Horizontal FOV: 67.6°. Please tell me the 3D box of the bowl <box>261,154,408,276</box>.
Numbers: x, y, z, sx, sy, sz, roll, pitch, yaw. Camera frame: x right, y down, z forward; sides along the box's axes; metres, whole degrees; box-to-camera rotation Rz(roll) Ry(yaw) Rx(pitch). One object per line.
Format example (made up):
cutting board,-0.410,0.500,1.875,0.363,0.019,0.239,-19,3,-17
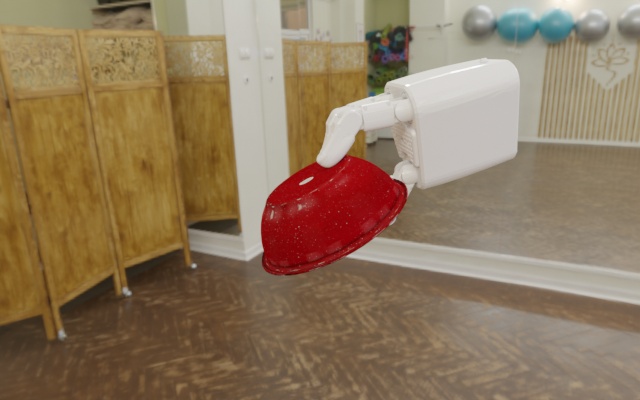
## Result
bowl,-0.001,0.002,0.464,0.162,0.055,0.162,-27,19,10
